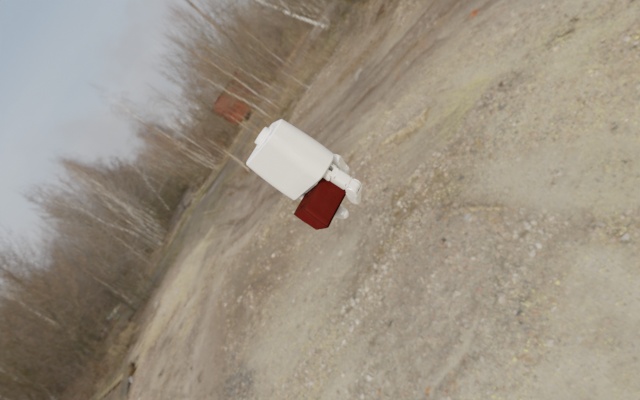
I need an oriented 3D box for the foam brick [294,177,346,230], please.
[{"bbox_3d":[0.000,0.003,0.800,0.051,0.078,0.053,35,-22,-15],"label":"foam brick"}]
